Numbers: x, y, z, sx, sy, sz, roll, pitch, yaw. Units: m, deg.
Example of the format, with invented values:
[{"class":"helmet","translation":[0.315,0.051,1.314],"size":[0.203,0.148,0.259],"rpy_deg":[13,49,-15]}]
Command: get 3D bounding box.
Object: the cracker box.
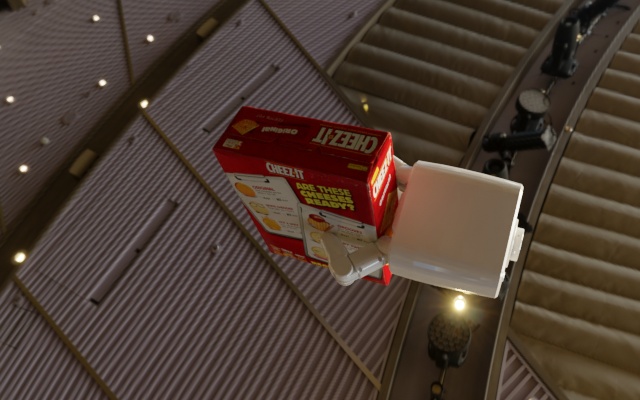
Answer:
[{"class":"cracker box","translation":[0.000,0.002,0.529],"size":[0.164,0.072,0.214],"rpy_deg":[14,-30,21]}]
